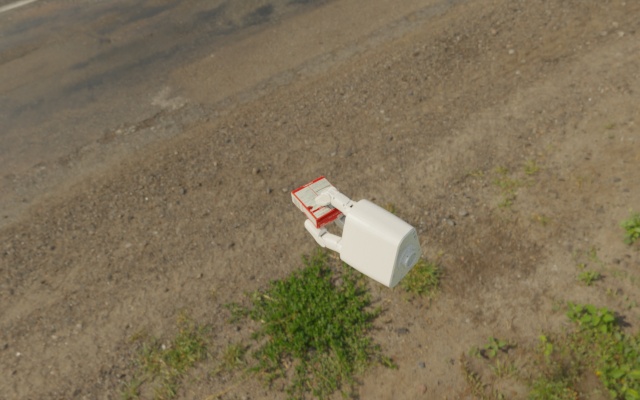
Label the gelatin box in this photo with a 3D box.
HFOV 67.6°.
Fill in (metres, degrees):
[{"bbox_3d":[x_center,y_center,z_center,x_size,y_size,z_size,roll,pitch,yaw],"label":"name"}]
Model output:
[{"bbox_3d":[0.000,0.002,0.882,0.073,0.030,0.089,-29,52,-20],"label":"gelatin box"}]
